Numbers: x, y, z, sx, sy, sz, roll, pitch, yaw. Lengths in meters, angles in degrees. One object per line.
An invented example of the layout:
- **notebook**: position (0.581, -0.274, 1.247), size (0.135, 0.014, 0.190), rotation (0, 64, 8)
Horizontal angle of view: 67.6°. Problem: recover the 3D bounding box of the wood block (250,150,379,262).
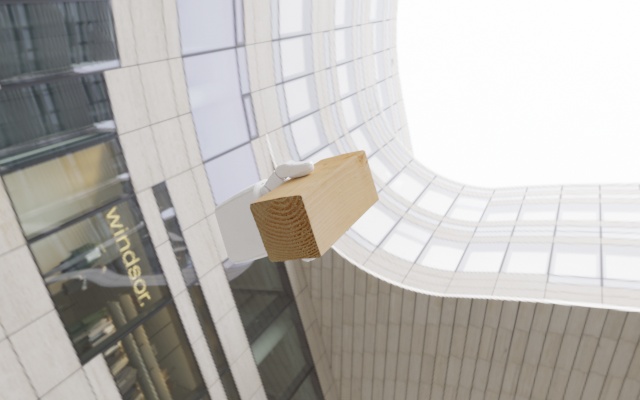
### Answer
- **wood block**: position (0.000, 0.002, 0.715), size (0.090, 0.091, 0.206), rotation (-10, 17, 33)
